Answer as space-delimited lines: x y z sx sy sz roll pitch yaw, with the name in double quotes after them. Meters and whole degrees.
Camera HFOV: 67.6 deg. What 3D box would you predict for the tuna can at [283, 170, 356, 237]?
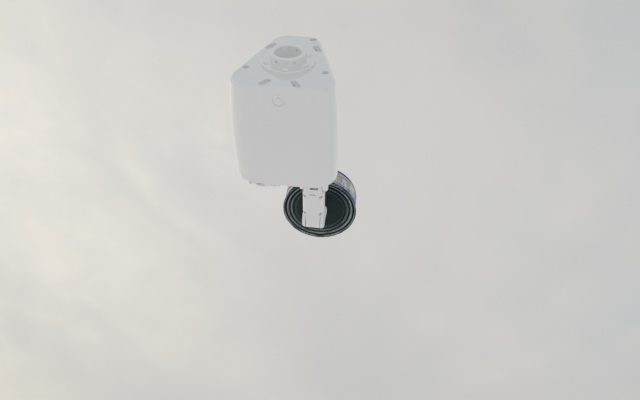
0.000 0.002 0.568 0.086 0.086 0.033 0 40 6 "tuna can"
